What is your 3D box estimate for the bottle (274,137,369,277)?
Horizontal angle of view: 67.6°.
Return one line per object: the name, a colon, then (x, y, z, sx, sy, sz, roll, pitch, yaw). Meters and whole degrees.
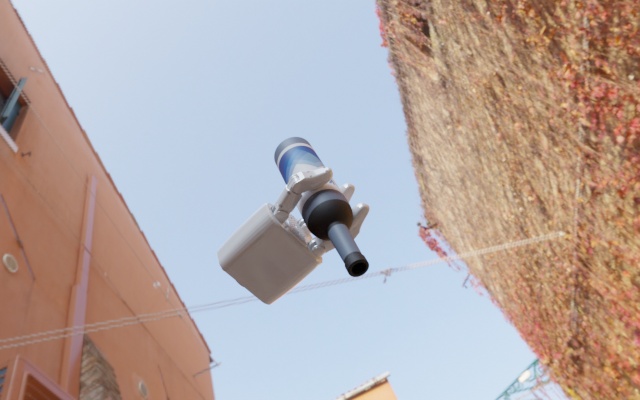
bottle: (0.000, 0.002, 0.681, 0.069, 0.069, 0.295, 0, 32, -22)
